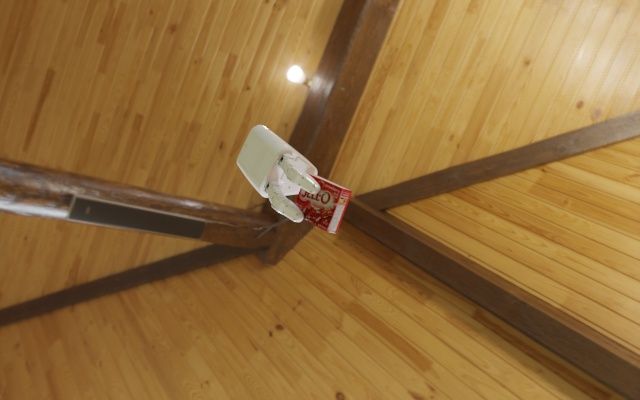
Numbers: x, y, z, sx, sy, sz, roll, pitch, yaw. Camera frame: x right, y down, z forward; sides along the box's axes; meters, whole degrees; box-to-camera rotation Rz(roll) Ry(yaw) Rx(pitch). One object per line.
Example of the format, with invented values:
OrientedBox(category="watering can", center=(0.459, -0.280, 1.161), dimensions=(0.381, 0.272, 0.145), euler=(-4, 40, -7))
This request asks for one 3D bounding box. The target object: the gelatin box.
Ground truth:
OrientedBox(category="gelatin box", center=(0.001, 0.003, 0.773), dimensions=(0.089, 0.073, 0.030), euler=(27, 9, 41))
